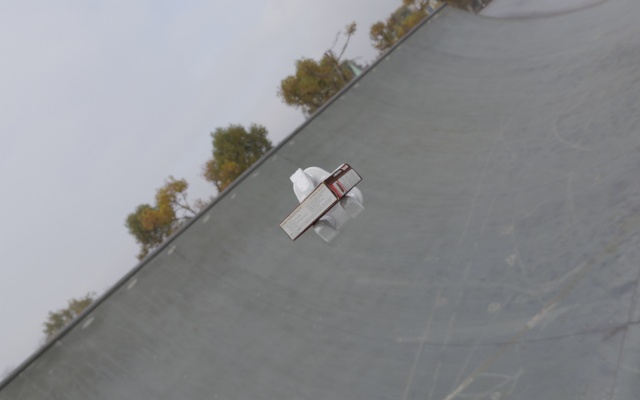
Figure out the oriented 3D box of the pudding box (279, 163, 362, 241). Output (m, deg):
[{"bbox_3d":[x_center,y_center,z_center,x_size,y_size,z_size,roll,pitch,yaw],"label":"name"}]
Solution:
[{"bbox_3d":[0.000,0.002,0.709,0.113,0.039,0.090,-46,-3,34],"label":"pudding box"}]
